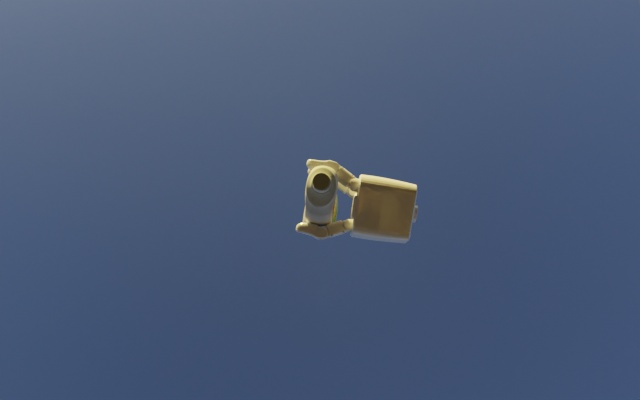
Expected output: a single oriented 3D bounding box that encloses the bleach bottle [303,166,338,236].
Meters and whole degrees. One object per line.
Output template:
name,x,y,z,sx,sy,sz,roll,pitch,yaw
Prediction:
bleach bottle,0.000,0.003,0.871,0.068,0.102,0.251,9,-11,2
